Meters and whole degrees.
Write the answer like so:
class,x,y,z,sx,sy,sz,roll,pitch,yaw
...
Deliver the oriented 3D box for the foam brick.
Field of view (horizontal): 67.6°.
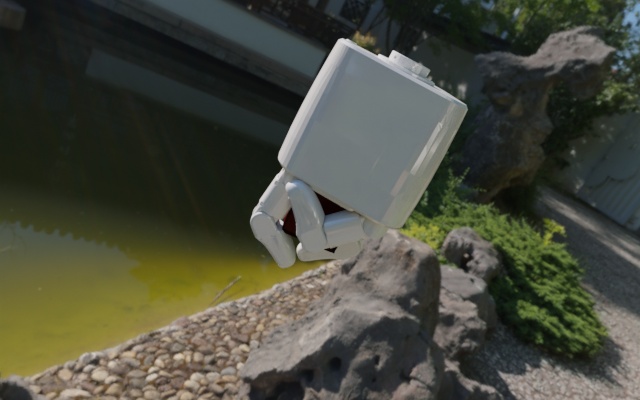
class,x,y,z,sx,sy,sz,roll,pitch,yaw
foam brick,0.000,0.001,0.434,0.053,0.051,0.078,24,20,-11
